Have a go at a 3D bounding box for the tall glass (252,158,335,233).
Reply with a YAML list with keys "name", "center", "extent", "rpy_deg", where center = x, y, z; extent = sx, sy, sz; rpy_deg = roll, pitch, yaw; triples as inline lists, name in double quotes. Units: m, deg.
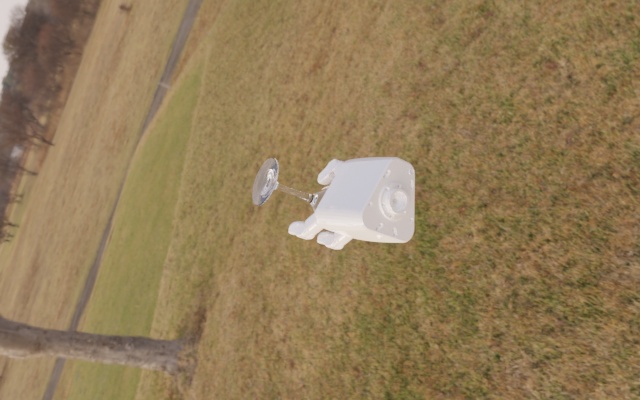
- name: "tall glass"
  center: [-0.001, 0.002, 0.744]
  extent: [0.201, 0.079, 0.079]
  rpy_deg: [20, -10, -29]
